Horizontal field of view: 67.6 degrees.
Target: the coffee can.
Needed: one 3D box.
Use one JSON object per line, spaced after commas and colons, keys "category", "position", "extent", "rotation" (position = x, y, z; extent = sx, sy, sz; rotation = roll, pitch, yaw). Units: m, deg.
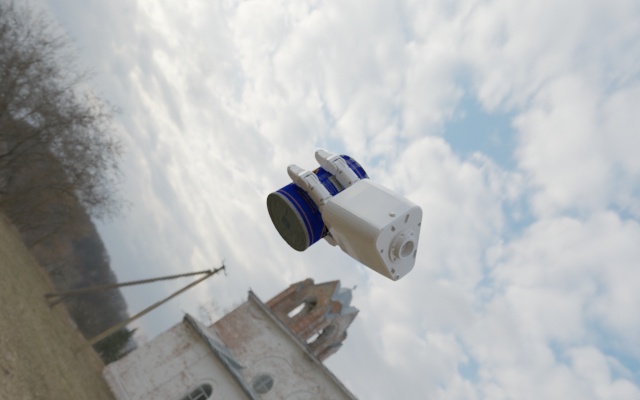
{"category": "coffee can", "position": [0.000, 0.003, 0.758], "extent": [0.140, 0.103, 0.103], "rotation": [-31, 15, -26]}
